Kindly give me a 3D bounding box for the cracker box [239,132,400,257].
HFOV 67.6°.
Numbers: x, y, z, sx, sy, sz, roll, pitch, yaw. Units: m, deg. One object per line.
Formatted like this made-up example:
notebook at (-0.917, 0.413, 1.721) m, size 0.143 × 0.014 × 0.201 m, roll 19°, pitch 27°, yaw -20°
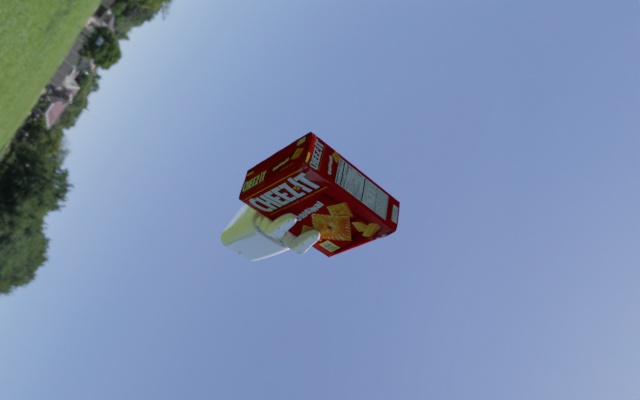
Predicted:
cracker box at (0.000, 0.003, 0.789) m, size 0.214 × 0.072 × 0.164 m, roll 35°, pitch -41°, yaw -30°
